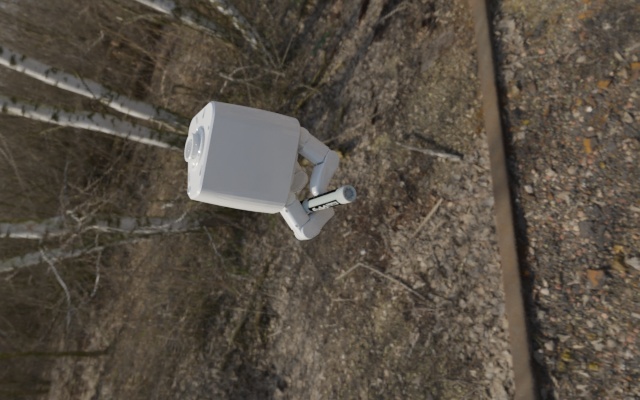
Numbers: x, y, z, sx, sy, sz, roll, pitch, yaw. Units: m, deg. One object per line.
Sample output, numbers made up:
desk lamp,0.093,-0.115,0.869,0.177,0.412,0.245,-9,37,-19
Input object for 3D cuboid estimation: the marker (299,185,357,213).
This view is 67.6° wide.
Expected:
marker,0.000,0.002,0.565,0.020,0.020,0.121,0,-9,-32
